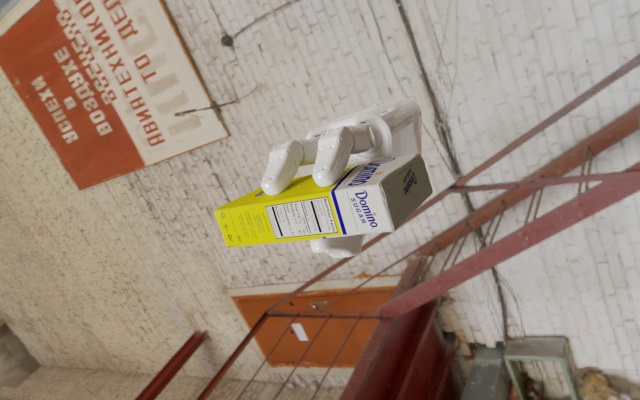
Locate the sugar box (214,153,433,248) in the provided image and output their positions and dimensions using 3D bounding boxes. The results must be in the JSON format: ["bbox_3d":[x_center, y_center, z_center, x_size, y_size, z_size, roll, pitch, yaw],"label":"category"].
[{"bbox_3d":[0.000,0.001,0.428,0.176,0.048,0.093,-12,13,35],"label":"sugar box"}]
